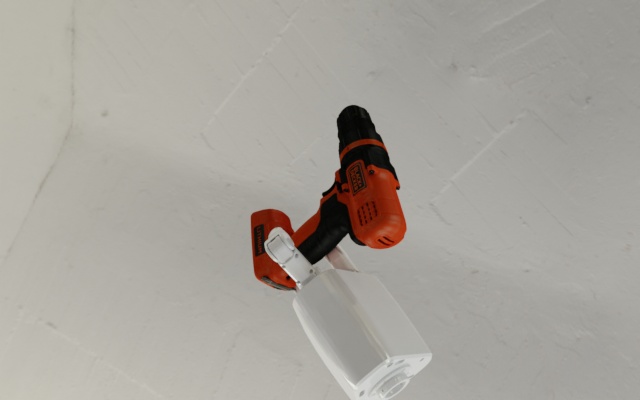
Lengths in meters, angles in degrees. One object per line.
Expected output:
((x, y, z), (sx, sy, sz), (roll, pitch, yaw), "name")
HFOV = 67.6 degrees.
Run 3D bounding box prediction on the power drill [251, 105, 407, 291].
((0.000, 0.002, 0.529), (0.057, 0.184, 0.188), (28, -52, -36), "power drill")
